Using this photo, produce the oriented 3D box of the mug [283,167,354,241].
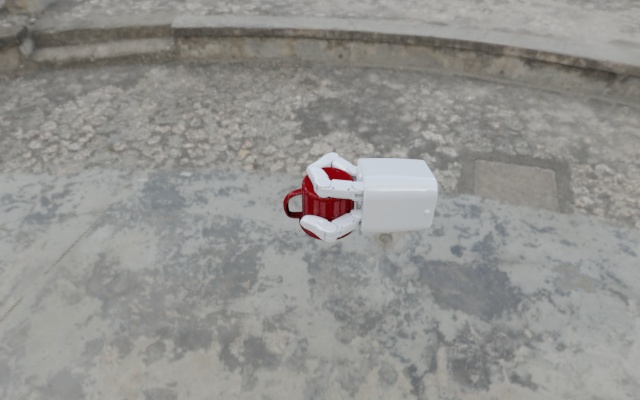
[{"bbox_3d":[-0.001,0.002,0.746,0.117,0.082,0.093,-2,42,-3],"label":"mug"}]
